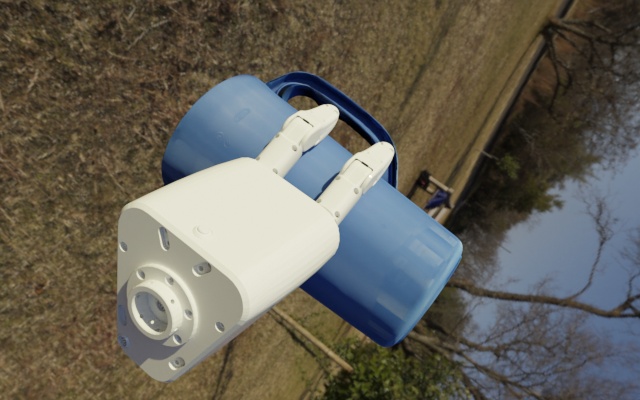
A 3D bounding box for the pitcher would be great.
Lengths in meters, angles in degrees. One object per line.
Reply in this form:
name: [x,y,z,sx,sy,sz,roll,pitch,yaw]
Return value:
pitcher: [0.000,0.001,0.416,0.243,0.149,0.145,37,29,13]
